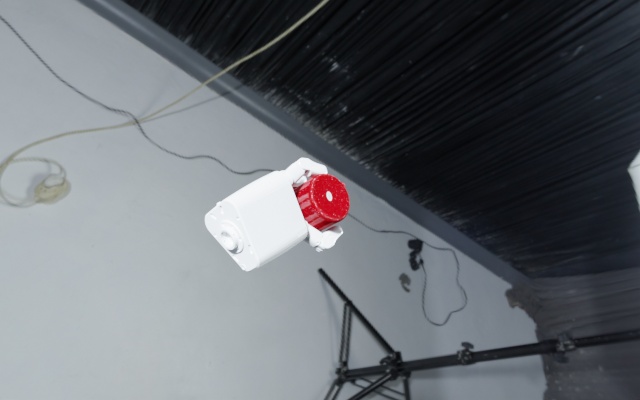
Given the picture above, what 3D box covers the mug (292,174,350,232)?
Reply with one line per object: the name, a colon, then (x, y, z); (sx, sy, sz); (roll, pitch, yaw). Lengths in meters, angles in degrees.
mug: (0.001, 0.002, 0.779); (0.117, 0.093, 0.081); (-34, 3, -43)
